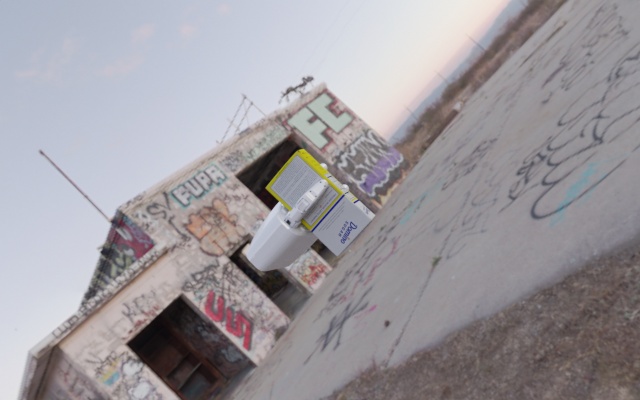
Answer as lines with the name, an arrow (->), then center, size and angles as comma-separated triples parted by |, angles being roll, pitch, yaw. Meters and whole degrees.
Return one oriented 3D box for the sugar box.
sugar box -> 0.000, 0.003, 0.830 | 0.176, 0.093, 0.048 | 43, 19, 4
